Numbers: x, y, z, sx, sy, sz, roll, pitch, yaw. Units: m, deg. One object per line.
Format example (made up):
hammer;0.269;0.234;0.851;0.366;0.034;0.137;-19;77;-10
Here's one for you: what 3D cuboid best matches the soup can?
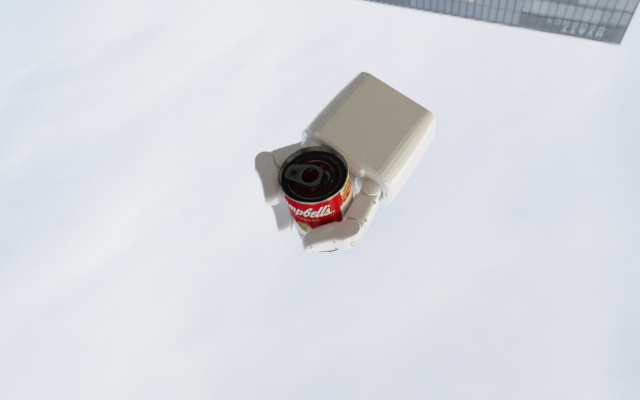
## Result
soup can;0.000;0.002;0.494;0.068;0.068;0.102;0;-33;10
